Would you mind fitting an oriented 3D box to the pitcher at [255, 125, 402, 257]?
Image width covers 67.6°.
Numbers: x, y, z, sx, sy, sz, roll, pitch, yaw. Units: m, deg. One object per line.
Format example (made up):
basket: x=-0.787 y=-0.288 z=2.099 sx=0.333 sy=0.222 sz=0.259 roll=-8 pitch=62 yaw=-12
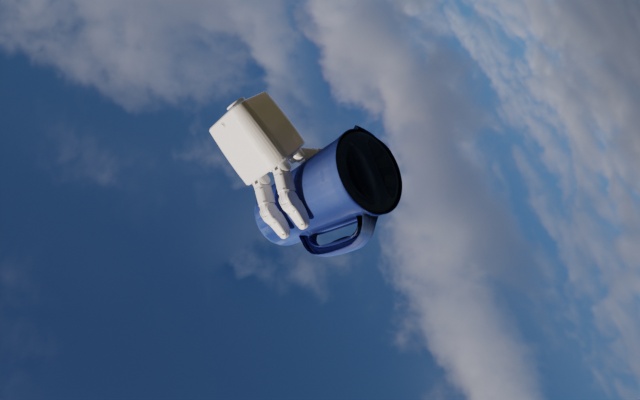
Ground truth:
pitcher: x=0.000 y=0.002 z=0.760 sx=0.243 sy=0.145 sz=0.149 roll=-27 pitch=12 yaw=46
